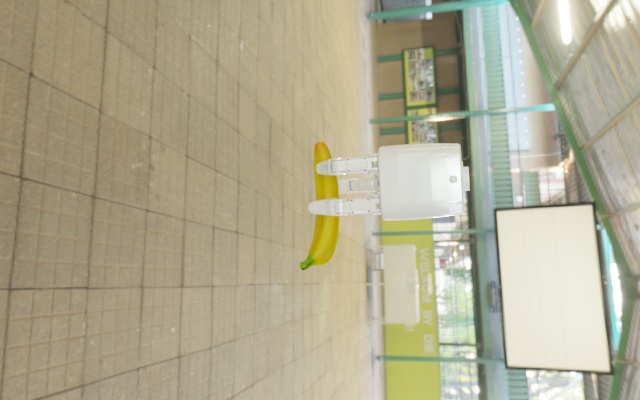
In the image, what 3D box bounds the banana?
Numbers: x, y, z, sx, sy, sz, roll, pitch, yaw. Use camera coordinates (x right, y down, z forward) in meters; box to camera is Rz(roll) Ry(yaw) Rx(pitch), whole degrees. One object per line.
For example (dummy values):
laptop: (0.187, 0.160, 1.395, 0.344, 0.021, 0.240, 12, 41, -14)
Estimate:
banana: (0.006, 0.013, 0.701, 0.037, 0.197, 0.070, -3, -23, 18)
